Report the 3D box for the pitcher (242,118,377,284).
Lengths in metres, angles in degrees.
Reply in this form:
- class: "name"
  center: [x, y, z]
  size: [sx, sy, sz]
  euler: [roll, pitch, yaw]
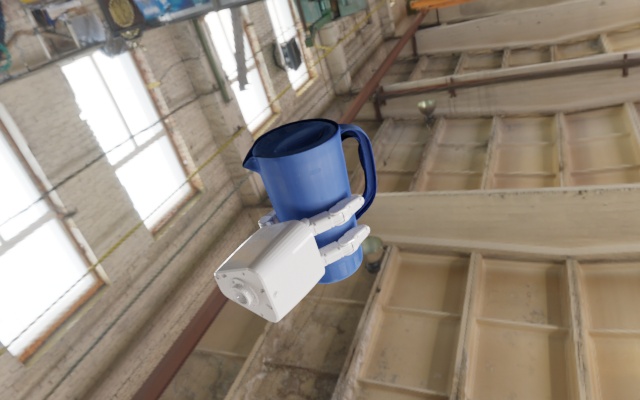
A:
- class: "pitcher"
  center: [0.000, 0.003, 0.737]
  size: [0.149, 0.243, 0.145]
  euler: [7, 36, 36]
